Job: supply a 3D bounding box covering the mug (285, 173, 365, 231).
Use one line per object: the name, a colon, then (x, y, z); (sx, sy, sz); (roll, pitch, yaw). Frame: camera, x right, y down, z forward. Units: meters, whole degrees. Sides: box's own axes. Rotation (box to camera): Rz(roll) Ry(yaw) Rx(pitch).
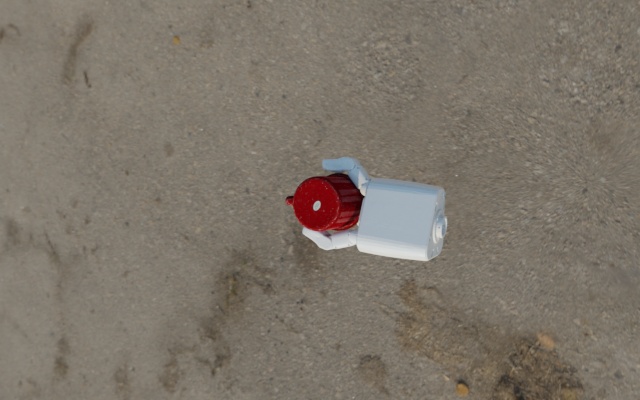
mug: (-0.001, 0.002, 0.735); (0.117, 0.093, 0.081); (8, 6, 27)
